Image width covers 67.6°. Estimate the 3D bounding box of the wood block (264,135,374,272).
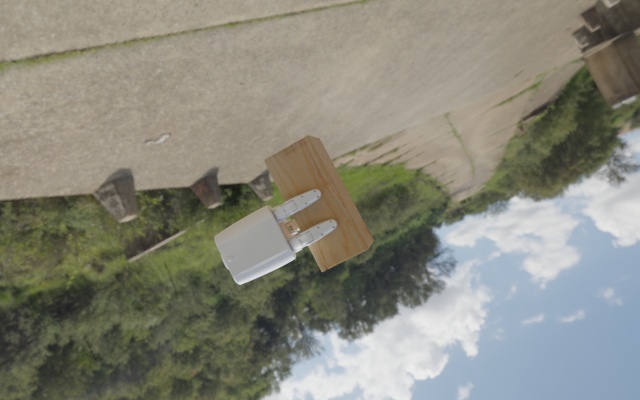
[{"bbox_3d":[0.000,0.003,0.811,0.090,0.206,0.091,-28,-2,12],"label":"wood block"}]
